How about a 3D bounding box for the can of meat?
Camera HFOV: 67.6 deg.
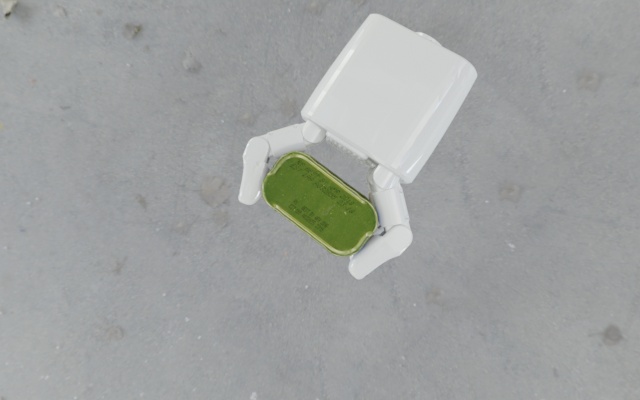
[{"bbox_3d":[0.000,0.001,0.417,0.102,0.057,0.084,37,2,-1],"label":"can of meat"}]
